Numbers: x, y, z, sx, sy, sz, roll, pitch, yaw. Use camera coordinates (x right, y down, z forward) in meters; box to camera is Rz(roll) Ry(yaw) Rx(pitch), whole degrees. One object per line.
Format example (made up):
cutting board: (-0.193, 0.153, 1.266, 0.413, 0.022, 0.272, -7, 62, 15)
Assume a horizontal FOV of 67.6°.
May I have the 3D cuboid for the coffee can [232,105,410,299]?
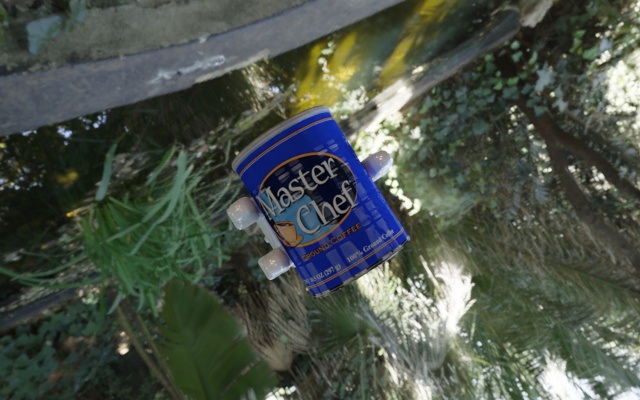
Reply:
coffee can: (0.000, 0.001, 0.431, 0.103, 0.140, 0.103, -32, -2, -1)
